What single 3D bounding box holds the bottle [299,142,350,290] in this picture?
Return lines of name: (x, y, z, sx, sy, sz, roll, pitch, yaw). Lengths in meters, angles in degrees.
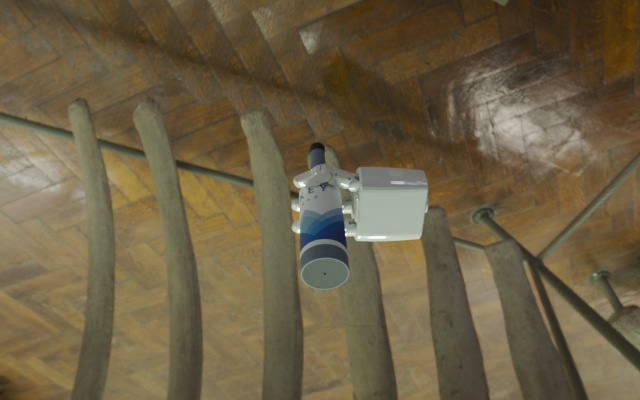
bottle: (0.000, 0.003, 0.748, 0.069, 0.069, 0.295, 0, 41, -3)
